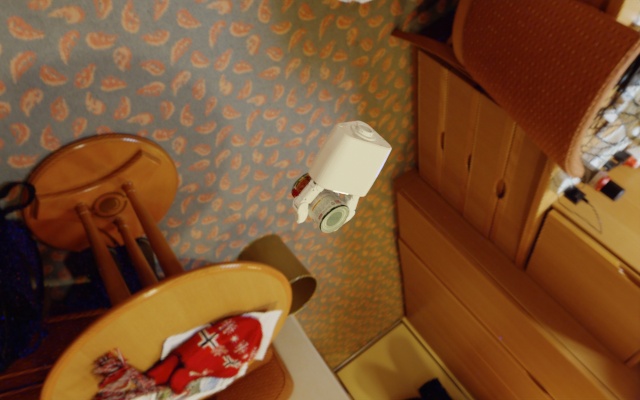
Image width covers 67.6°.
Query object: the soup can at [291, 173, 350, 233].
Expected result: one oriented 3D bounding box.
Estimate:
[{"bbox_3d":[0.000,0.004,0.896,0.068,0.068,0.102,0,40,-45],"label":"soup can"}]
